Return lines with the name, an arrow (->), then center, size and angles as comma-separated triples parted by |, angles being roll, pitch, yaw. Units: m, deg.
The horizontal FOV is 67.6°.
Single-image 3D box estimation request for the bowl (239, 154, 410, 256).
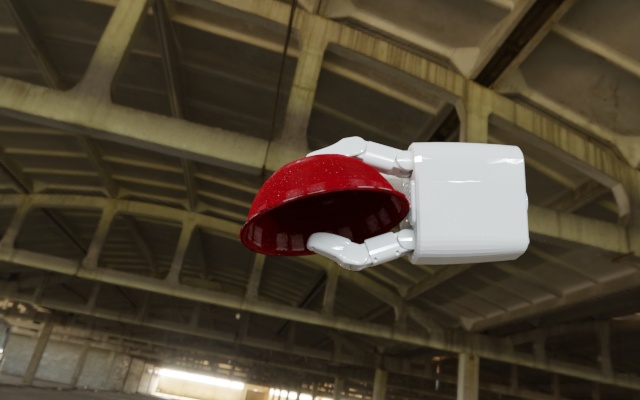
bowl -> -0.001, 0.001, 0.458 | 0.162, 0.055, 0.162 | -10, -23, -4
